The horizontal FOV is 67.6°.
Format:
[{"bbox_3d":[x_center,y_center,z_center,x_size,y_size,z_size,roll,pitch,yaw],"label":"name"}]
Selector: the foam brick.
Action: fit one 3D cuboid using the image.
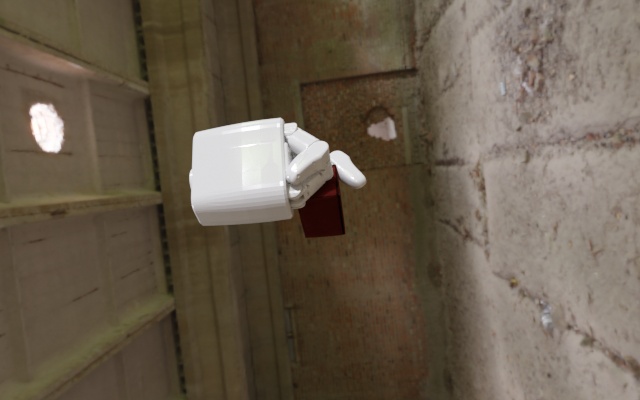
[{"bbox_3d":[0.000,0.002,0.587,0.051,0.053,0.078,-7,-41,3],"label":"foam brick"}]
